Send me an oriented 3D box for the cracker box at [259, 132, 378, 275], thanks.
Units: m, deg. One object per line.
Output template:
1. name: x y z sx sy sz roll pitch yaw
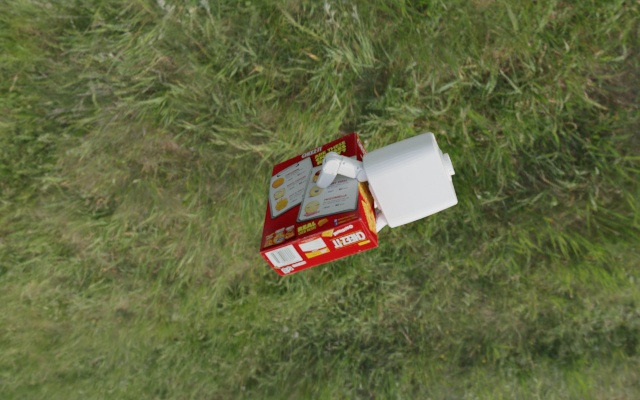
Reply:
1. cracker box: 0.000 0.002 0.761 0.164 0.072 0.213 -20 37 18
